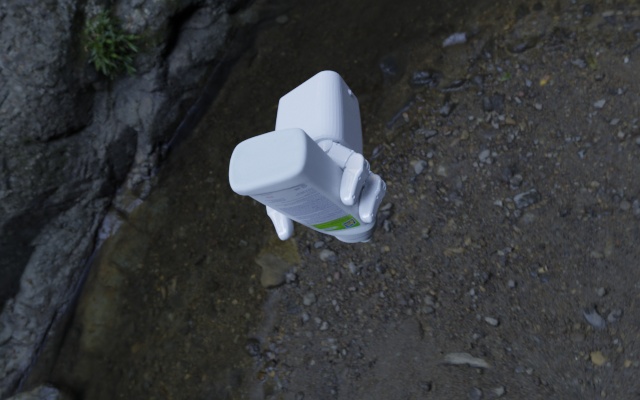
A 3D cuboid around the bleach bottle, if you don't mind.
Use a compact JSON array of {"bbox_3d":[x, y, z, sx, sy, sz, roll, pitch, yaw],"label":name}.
[{"bbox_3d":[0.000,0.002,0.608,0.102,0.068,0.251,-12,-28,25],"label":"bleach bottle"}]
